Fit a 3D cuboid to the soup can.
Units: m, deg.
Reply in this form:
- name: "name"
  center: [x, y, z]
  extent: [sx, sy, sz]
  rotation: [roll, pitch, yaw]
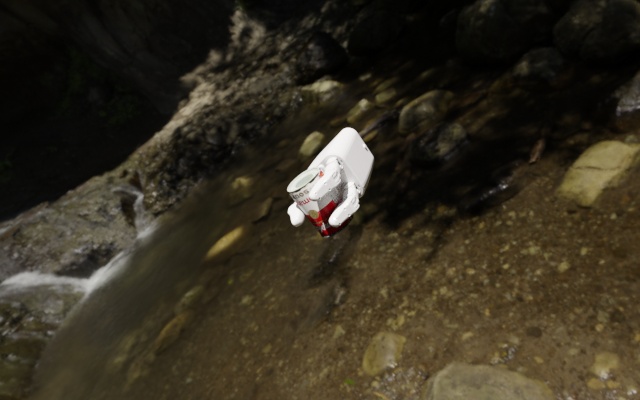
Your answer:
- name: "soup can"
  center: [0.000, 0.003, 0.800]
  extent: [0.068, 0.102, 0.068]
  rotation: [-32, 21, 13]
